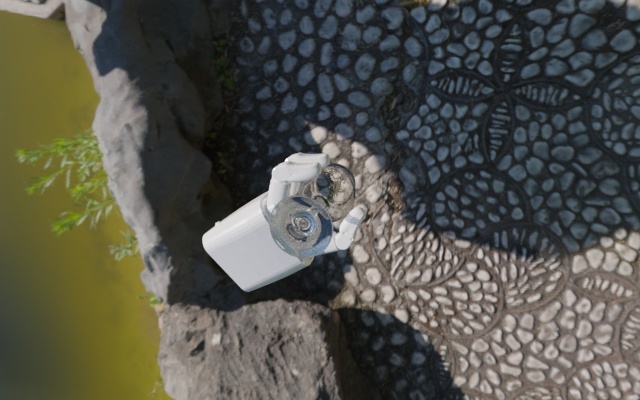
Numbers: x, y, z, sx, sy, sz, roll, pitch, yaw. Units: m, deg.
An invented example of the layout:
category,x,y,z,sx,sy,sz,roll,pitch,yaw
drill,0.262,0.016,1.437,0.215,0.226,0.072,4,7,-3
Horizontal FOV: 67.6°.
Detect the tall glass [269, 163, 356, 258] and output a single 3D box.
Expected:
category,x,y,z,sx,sy,sz,roll,pitch,yaw
tall glass,0.000,0.002,0.623,0.079,0.079,0.201,0,17,14
